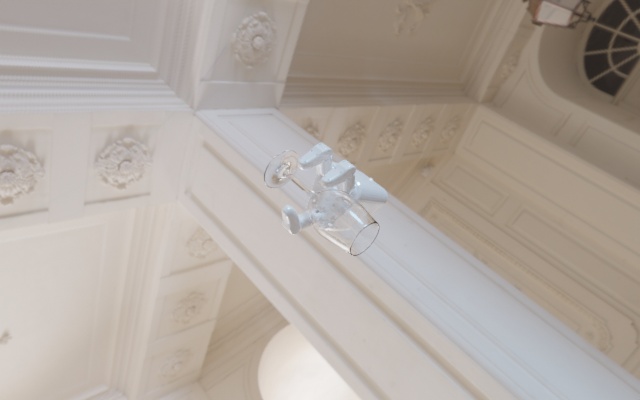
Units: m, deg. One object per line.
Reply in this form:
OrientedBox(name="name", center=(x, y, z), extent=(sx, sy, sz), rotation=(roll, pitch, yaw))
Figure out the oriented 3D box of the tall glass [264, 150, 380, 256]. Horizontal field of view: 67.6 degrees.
OrientedBox(name="tall glass", center=(0.000, 0.002, 0.751), extent=(0.201, 0.079, 0.079), rotation=(40, 23, 31))
